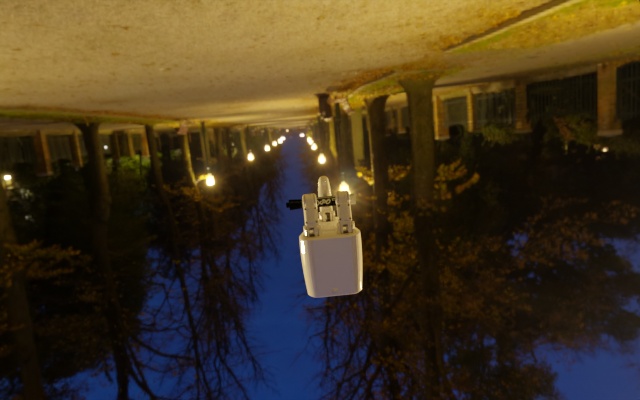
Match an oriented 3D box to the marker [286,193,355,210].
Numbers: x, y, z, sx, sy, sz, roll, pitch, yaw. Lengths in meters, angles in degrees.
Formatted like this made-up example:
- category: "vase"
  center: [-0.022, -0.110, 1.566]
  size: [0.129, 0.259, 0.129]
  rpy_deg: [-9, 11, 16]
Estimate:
- category: "marker"
  center: [0.000, 0.003, 0.835]
  size: [0.121, 0.020, 0.020]
  rpy_deg: [-6, 0, 0]
